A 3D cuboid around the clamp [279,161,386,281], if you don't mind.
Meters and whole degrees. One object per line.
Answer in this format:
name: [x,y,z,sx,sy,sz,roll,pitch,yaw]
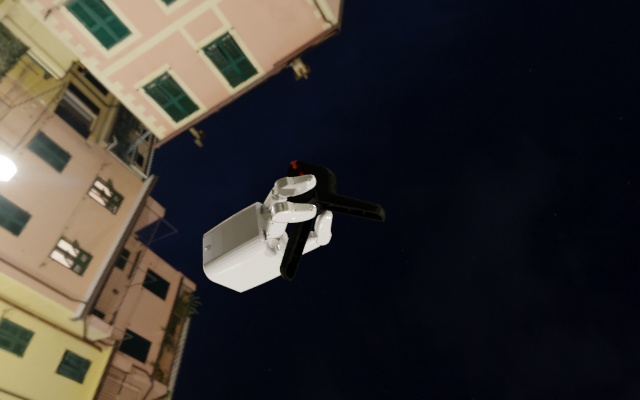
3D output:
clamp: [0.000,0.003,0.704,0.164,0.209,0.036,-28,-48,11]
